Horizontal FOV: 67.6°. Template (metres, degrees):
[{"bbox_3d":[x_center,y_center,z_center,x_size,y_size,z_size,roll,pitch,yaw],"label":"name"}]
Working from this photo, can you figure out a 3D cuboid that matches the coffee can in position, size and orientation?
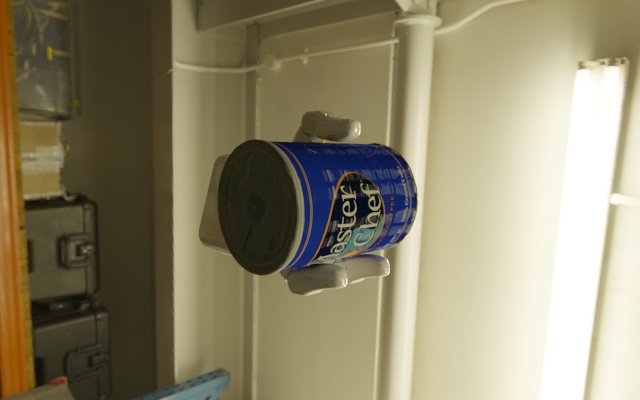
[{"bbox_3d":[0.000,0.001,0.406,0.140,0.103,0.103,-5,3,-43],"label":"coffee can"}]
